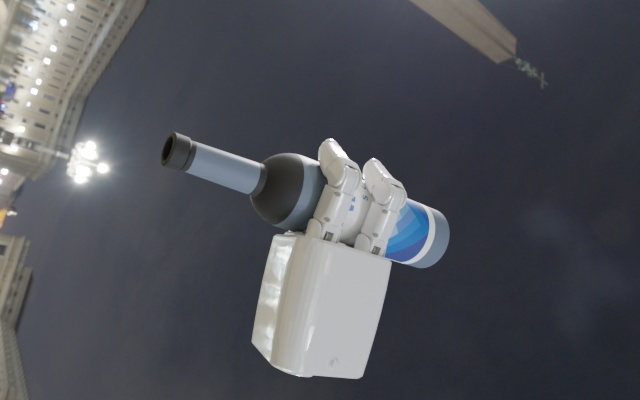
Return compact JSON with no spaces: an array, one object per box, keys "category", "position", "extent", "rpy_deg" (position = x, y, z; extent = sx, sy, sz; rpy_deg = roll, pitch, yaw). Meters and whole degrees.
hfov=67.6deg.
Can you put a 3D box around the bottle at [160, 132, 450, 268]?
[{"category":"bottle","position":[0.000,0.001,0.440],"extent":[0.296,0.069,0.069],"rpy_deg":[19,-11,-34]}]
